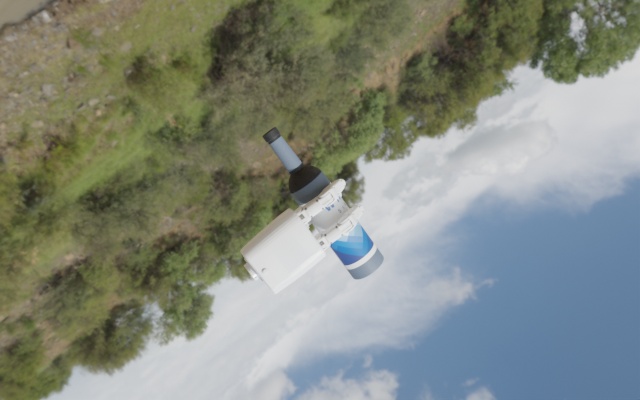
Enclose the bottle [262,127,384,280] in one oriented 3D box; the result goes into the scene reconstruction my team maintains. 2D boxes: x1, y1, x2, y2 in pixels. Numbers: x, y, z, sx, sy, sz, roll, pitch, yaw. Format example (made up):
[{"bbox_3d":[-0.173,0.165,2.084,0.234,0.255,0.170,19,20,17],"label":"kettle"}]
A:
[{"bbox_3d":[0.000,0.003,0.814,0.069,0.296,0.069,-34,13,9],"label":"bottle"}]
